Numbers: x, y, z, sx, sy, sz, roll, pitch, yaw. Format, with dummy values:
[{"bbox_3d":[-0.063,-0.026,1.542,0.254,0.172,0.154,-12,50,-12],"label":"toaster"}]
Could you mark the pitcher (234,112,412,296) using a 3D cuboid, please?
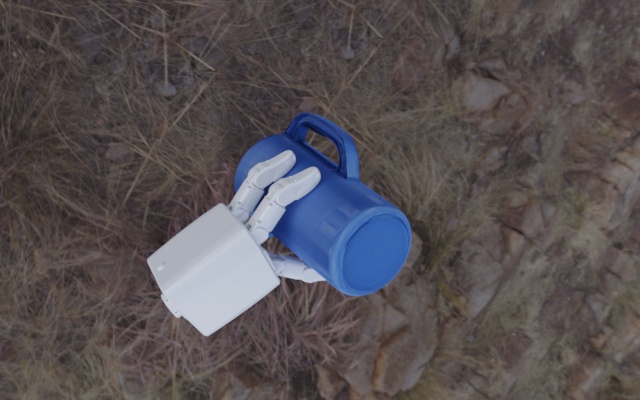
[{"bbox_3d":[0.000,0.002,0.589,0.145,0.149,0.242,-35,37,-14],"label":"pitcher"}]
